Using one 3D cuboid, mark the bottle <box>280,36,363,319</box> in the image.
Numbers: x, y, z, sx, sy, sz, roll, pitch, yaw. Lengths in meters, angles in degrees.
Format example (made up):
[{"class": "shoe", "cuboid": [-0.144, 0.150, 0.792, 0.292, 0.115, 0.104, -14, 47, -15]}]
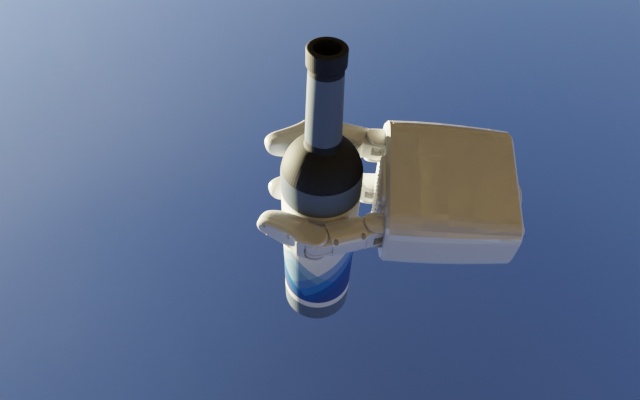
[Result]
[{"class": "bottle", "cuboid": [0.000, 0.002, 0.409, 0.069, 0.069, 0.296, 0, -41, -2]}]
